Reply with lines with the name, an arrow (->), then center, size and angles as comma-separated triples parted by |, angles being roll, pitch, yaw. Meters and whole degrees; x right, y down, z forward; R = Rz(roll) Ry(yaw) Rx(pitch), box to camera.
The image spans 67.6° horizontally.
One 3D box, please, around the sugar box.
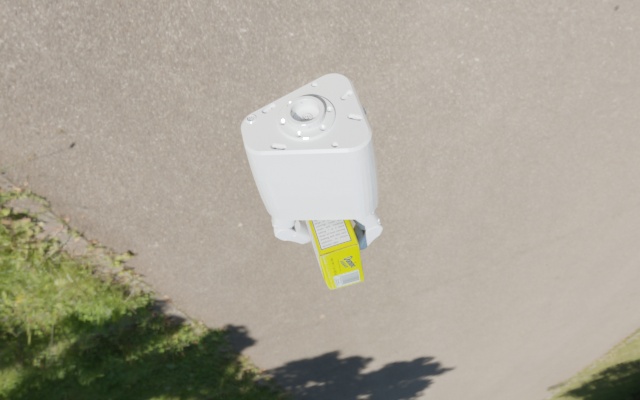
sugar box -> 0.001, 0.002, 0.535 | 0.048, 0.176, 0.093 | -15, -32, -2
